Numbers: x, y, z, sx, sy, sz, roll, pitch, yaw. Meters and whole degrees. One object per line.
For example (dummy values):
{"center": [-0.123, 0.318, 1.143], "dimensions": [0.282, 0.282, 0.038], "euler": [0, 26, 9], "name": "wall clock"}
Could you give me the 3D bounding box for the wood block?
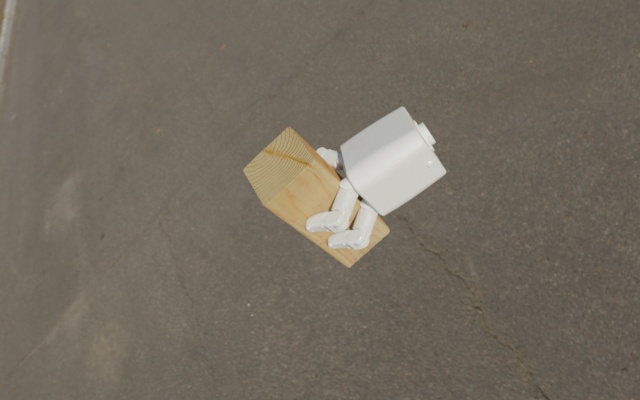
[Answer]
{"center": [0.000, 0.002, 0.684], "dimensions": [0.206, 0.090, 0.090], "euler": [41, 10, -43], "name": "wood block"}
